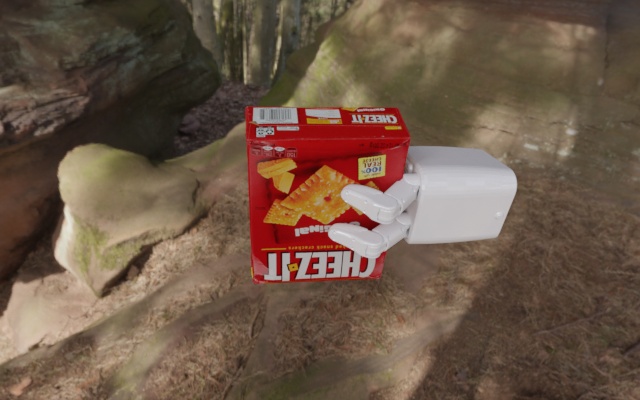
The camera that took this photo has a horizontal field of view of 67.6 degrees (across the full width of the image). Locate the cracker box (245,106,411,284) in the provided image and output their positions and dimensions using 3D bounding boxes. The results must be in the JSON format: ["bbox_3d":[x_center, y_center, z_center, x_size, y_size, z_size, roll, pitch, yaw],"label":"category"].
[{"bbox_3d":[0.000,0.002,0.545,0.164,0.214,0.072,-1,40,-6],"label":"cracker box"}]
